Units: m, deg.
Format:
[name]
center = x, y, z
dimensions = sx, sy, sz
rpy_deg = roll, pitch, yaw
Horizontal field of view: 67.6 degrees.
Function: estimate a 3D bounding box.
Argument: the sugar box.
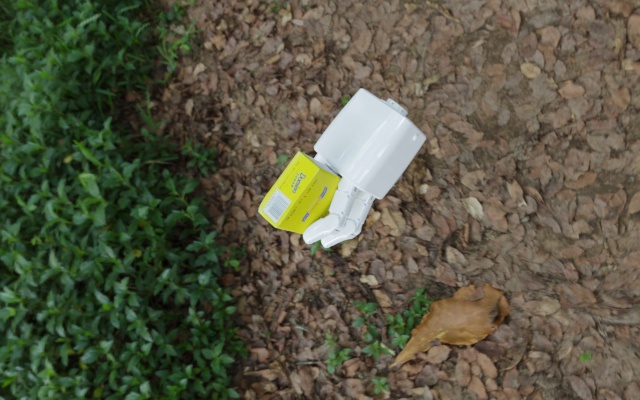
[sugar box]
center = 0.000, 0.002, 0.650
dimensions = 0.048, 0.093, 0.176
rpy_deg = 43, 11, 30
